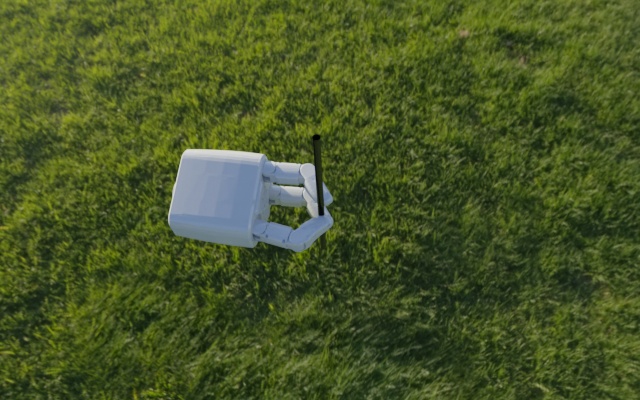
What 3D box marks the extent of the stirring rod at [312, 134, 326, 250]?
[{"bbox_3d":[0.000,0.002,0.568,0.011,0.011,0.240,0,-32,2],"label":"stirring rod"}]
